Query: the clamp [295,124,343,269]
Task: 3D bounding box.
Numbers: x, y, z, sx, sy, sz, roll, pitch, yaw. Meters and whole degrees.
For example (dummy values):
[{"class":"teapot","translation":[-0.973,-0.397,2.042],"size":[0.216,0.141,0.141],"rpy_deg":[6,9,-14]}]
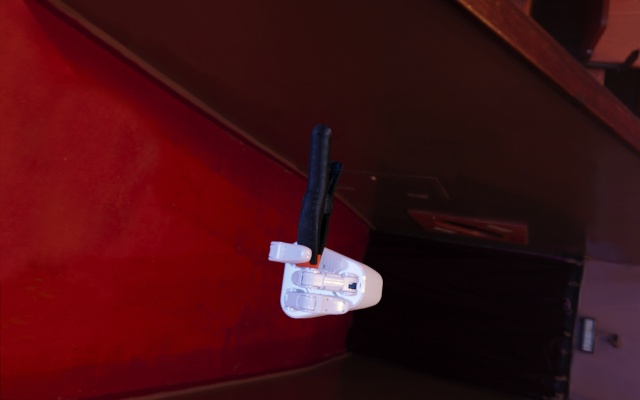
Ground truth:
[{"class":"clamp","translation":[0.001,0.002,0.608],"size":[0.039,0.171,0.120],"rpy_deg":[8,-9,19]}]
